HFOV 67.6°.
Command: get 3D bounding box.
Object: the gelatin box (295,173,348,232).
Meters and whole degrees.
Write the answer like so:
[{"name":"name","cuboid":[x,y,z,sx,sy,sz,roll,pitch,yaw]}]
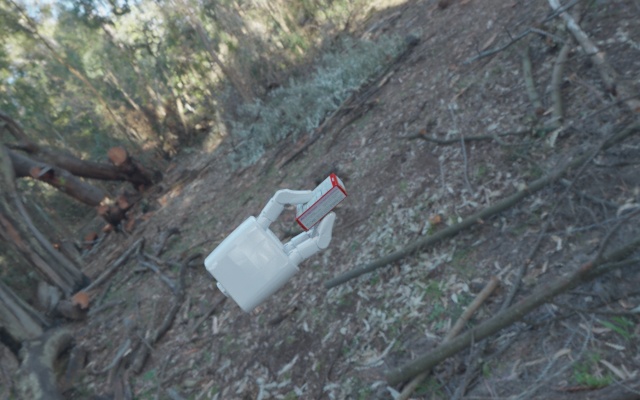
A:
[{"name":"gelatin box","cuboid":[0.000,0.002,0.771,0.089,0.030,0.073,-42,14,9]}]
